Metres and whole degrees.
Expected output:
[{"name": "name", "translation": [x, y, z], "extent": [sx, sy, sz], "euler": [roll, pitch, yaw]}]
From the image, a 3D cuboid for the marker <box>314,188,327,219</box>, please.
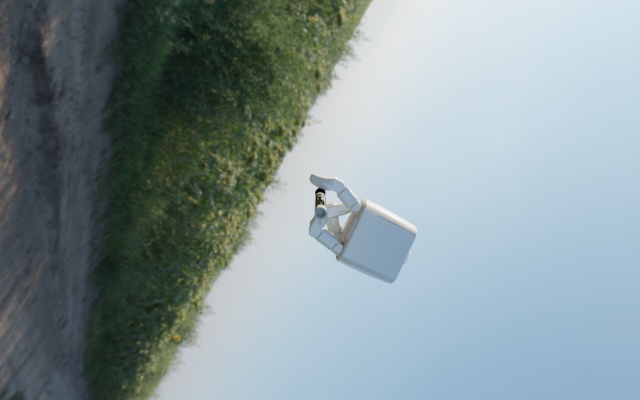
[{"name": "marker", "translation": [0.000, 0.002, 0.755], "extent": [0.020, 0.020, 0.121], "euler": [0, 16, -1]}]
